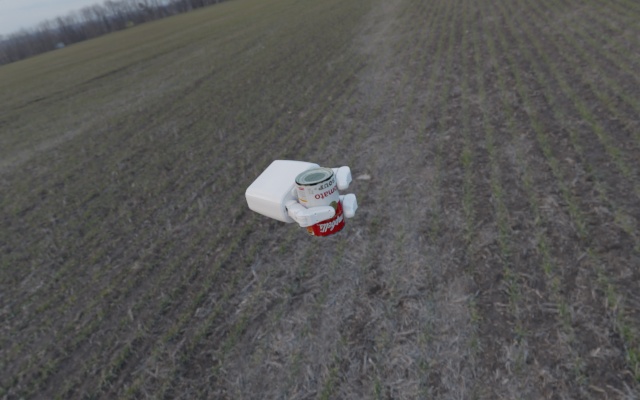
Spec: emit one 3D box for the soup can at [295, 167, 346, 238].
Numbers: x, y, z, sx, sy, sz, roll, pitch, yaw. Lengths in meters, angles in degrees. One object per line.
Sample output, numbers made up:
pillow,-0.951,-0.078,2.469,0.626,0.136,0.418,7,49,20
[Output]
soup can,0.000,0.003,0.808,0.068,0.102,0.068,-11,25,5
